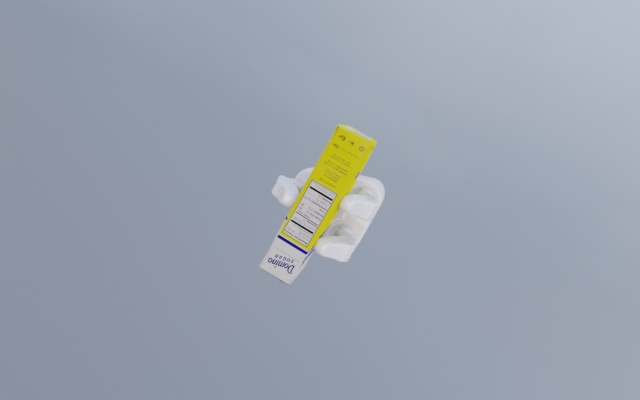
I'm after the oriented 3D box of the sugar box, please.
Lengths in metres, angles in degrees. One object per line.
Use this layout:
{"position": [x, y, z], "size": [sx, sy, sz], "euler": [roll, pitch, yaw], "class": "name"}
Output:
{"position": [0.001, 0.002, 0.534], "size": [0.048, 0.176, 0.093], "euler": [28, 12, 6], "class": "sugar box"}
